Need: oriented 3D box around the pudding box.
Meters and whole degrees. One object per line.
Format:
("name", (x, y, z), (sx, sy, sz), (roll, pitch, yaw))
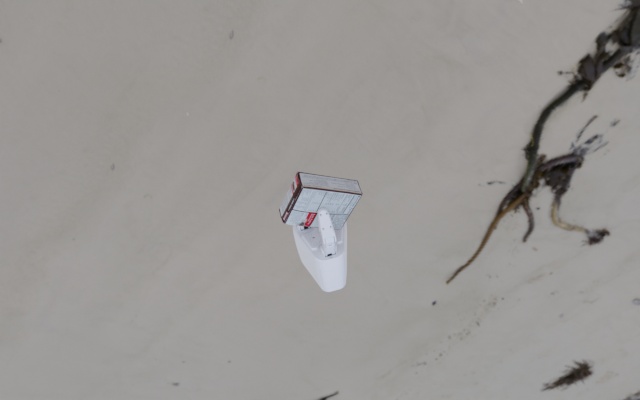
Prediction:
("pudding box", (0.000, 0.003, 0.784), (0.113, 0.039, 0.090), (6, -47, -27))
